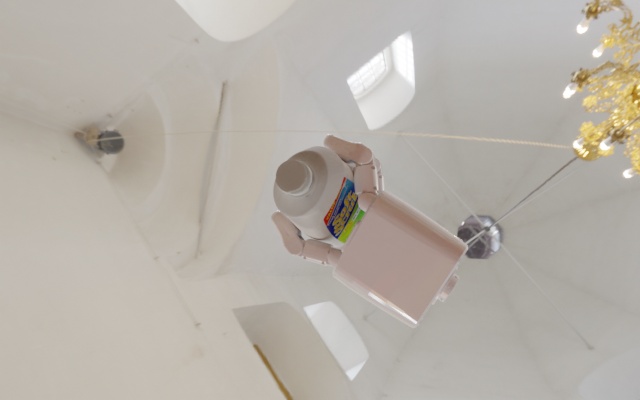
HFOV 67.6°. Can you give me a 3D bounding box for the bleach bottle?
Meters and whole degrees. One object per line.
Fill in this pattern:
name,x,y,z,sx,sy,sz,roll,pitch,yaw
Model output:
bleach bottle,0.000,0.002,0.533,0.068,0.102,0.251,32,1,16
